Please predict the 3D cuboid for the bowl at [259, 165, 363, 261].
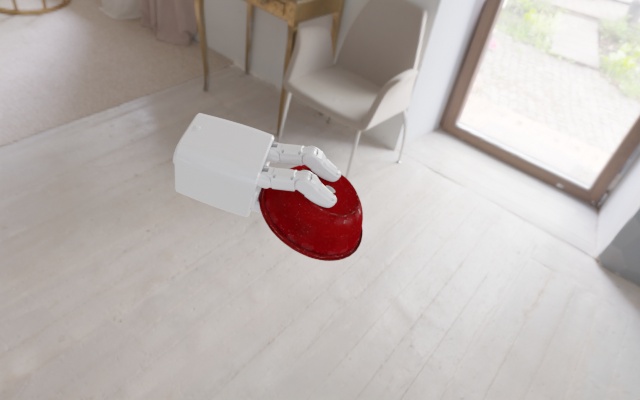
[{"bbox_3d":[0.001,0.002,0.657,0.162,0.162,0.055,0,-40,-36],"label":"bowl"}]
